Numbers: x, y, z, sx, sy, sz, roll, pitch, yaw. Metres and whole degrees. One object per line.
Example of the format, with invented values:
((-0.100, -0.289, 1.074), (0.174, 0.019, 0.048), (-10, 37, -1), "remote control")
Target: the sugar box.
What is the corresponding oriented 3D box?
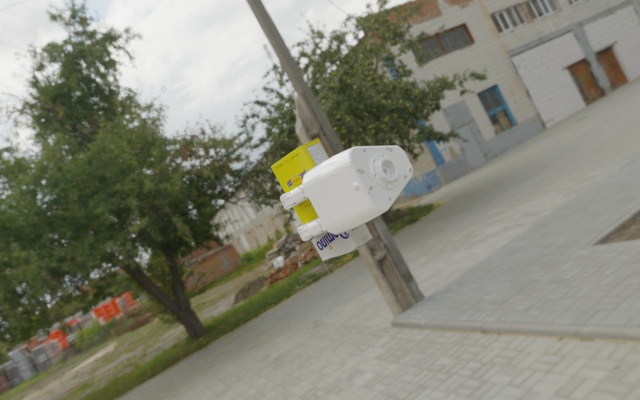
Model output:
((0.000, 0.003, 0.747), (0.048, 0.176, 0.093), (-27, 0, -41), "sugar box")
